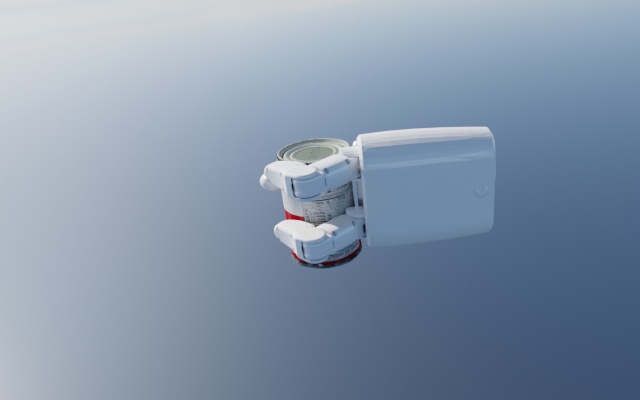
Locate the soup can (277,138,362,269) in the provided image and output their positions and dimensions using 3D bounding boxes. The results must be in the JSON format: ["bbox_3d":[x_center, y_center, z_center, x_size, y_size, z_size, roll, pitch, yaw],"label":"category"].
[{"bbox_3d":[0.000,0.001,0.437,0.068,0.102,0.068,-6,24,3],"label":"soup can"}]
